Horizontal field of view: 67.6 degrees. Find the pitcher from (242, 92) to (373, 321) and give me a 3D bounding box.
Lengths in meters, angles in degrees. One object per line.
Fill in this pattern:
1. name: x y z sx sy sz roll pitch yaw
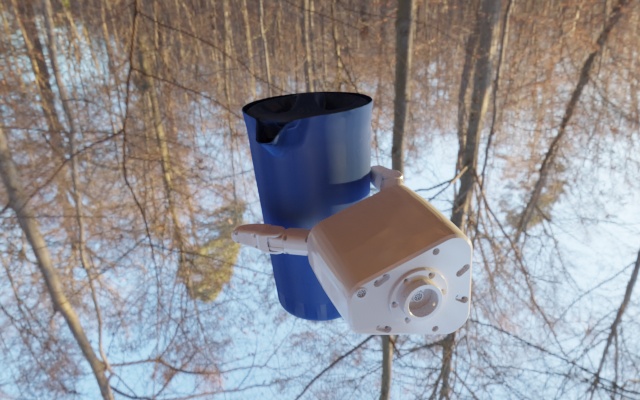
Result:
1. pitcher: 0.000 0.002 0.537 0.149 0.243 0.145 -11 24 -16
